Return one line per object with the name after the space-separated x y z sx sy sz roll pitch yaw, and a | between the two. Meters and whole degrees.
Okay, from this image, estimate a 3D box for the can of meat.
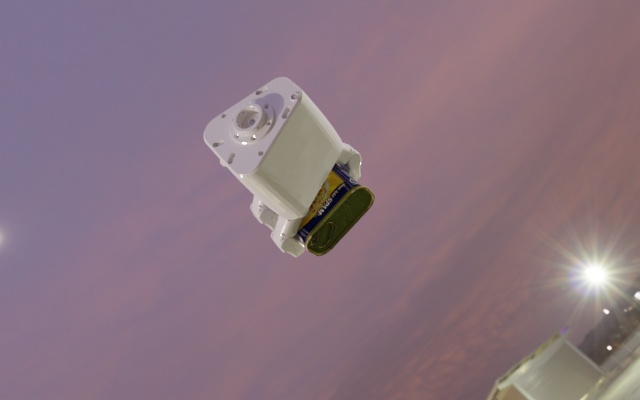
0.000 0.002 0.586 0.084 0.102 0.057 44 4 32 | can of meat
